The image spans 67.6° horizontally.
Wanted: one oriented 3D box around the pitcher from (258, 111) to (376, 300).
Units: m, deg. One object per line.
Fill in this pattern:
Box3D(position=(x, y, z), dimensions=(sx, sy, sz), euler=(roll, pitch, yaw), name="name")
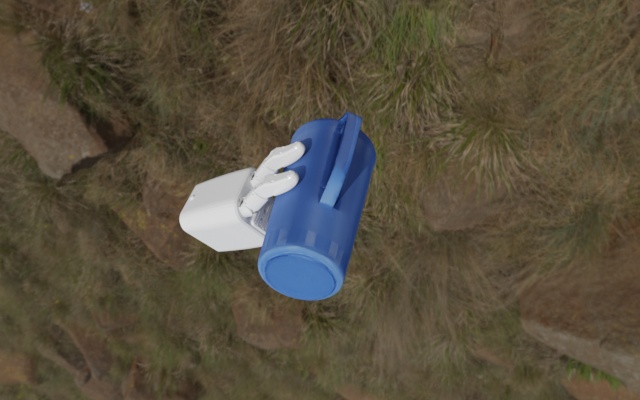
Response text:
Box3D(position=(0.000, 0.002, 0.647), dimensions=(0.145, 0.242, 0.149), euler=(-10, -48, 24), name="pitcher")
